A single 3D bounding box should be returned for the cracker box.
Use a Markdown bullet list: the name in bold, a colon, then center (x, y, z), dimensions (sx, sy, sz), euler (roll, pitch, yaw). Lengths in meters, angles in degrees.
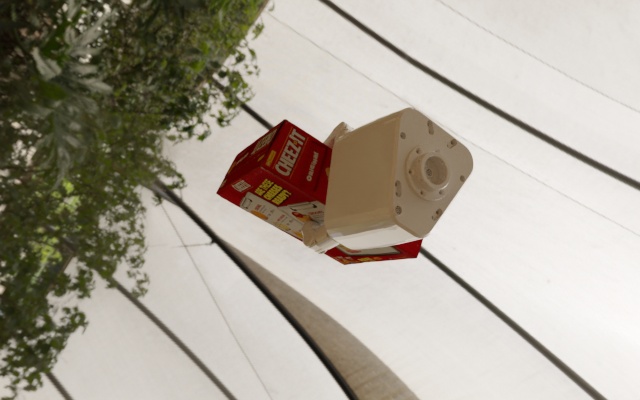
- **cracker box**: center (0.000, 0.002, 0.589), dimensions (0.214, 0.072, 0.164), euler (31, -22, -20)
